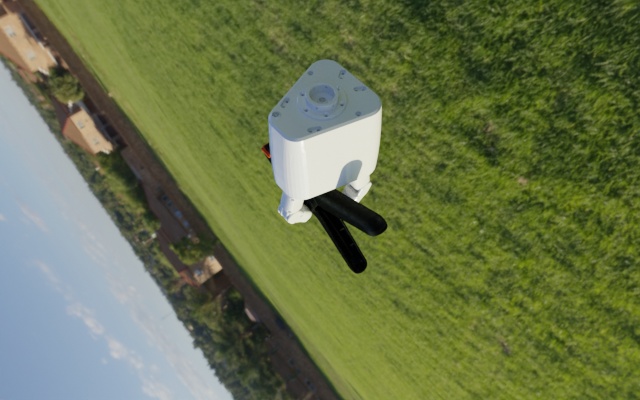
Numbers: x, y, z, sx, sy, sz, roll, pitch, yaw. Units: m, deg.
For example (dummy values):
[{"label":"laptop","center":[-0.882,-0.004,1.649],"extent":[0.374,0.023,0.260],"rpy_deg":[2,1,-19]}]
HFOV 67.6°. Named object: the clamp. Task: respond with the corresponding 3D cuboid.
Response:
[{"label":"clamp","center":[-0.001,0.002,0.615],"extent":[0.036,0.210,0.165],"rpy_deg":[-37,-24,-19]}]
